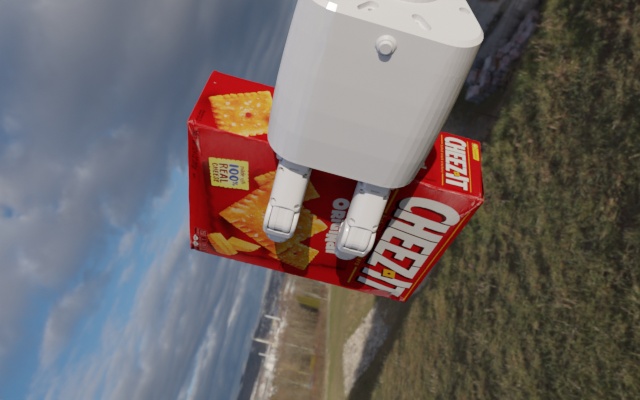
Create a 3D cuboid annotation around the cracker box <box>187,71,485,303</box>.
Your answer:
[{"bbox_3d":[0.000,0.001,0.403,0.214,0.072,0.164,15,-40,-4],"label":"cracker box"}]
